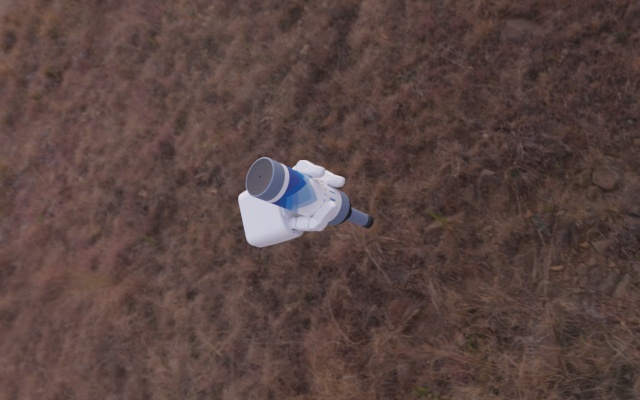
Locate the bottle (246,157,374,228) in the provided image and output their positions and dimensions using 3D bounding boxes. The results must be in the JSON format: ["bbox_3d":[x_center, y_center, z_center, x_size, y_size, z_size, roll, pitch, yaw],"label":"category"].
[{"bbox_3d":[0.000,0.003,0.857,0.069,0.069,0.296,0,-16,43],"label":"bottle"}]
